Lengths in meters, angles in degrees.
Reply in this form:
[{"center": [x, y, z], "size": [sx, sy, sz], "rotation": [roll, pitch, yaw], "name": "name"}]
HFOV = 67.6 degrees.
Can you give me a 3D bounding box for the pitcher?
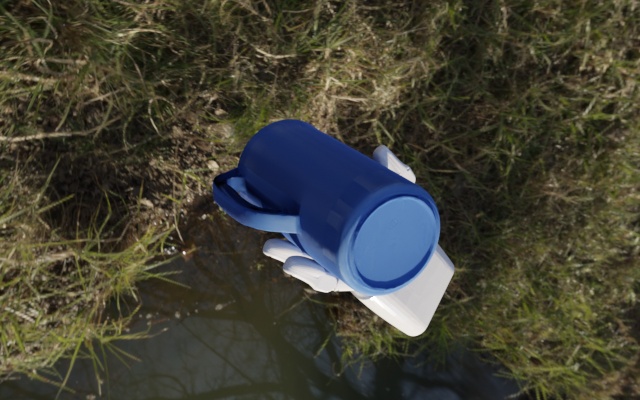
[{"center": [0.000, 0.002, 0.504], "size": [0.145, 0.149, 0.242], "rotation": [44, -5, -33], "name": "pitcher"}]
